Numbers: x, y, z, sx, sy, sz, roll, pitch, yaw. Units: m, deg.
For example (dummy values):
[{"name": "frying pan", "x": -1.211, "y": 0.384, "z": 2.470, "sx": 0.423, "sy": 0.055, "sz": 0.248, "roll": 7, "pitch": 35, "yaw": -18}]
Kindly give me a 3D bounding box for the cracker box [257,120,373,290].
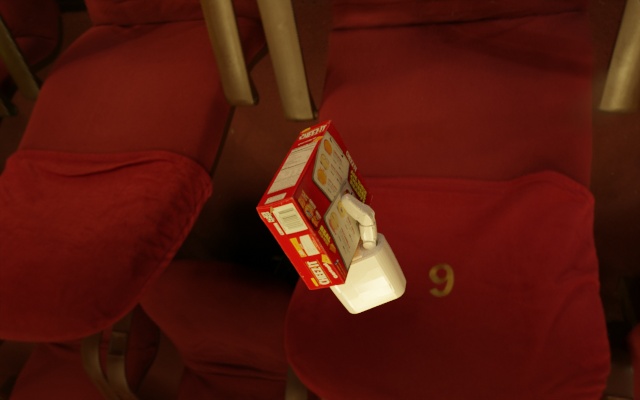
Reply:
[{"name": "cracker box", "x": 0.000, "y": 0.002, "z": 0.738, "sx": 0.072, "sy": 0.164, "sz": 0.213, "roll": -15, "pitch": 31, "yaw": 28}]
